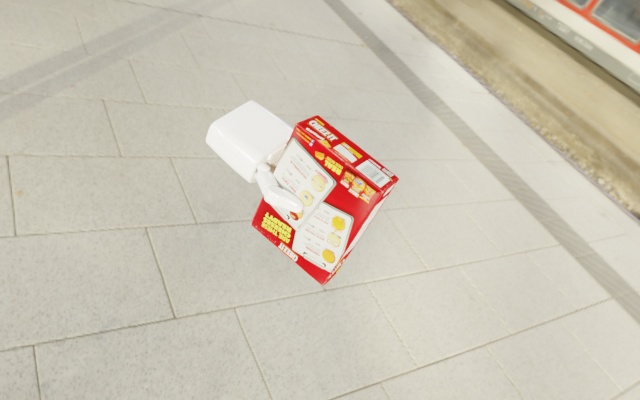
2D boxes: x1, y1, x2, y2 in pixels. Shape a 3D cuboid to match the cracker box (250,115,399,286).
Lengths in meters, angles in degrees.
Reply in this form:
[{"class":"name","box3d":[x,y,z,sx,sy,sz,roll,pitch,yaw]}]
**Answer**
[{"class":"cracker box","box3d":[0.000,0.002,0.746,0.164,0.214,0.072,39,38,14]}]
